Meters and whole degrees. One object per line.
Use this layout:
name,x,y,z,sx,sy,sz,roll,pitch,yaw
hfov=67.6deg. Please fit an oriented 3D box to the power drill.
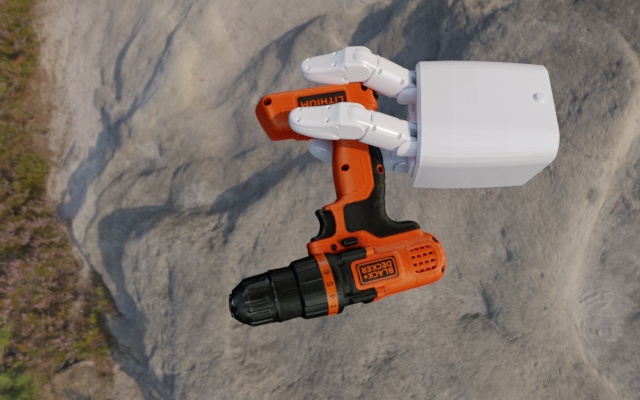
power drill,0.000,0.001,0.407,0.184,0.187,0.057,-12,-7,-14
